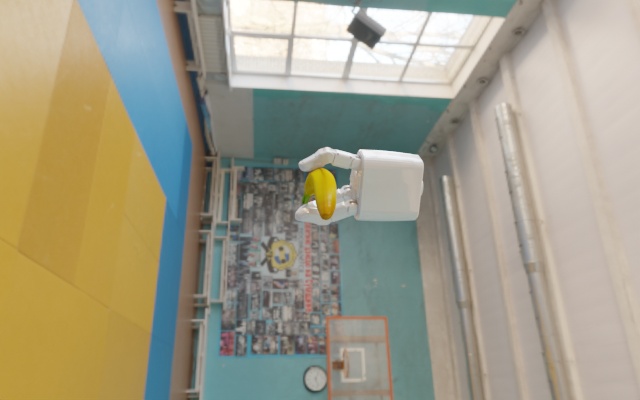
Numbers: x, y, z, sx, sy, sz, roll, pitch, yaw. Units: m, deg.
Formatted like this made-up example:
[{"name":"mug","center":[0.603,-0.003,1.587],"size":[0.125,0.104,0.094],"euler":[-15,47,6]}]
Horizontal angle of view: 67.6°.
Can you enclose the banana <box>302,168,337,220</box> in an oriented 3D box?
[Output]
[{"name":"banana","center":[0.001,-0.016,0.762],"size":[0.037,0.069,0.198],"euler":[4,6,-9]}]
